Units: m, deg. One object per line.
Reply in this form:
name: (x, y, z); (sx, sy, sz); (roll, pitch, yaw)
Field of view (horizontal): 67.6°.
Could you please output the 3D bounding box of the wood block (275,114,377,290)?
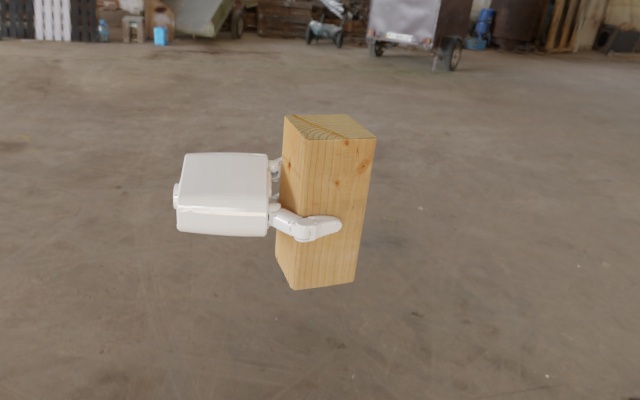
wood block: (0.000, 0.002, 0.618); (0.090, 0.206, 0.090); (-4, 28, -20)
